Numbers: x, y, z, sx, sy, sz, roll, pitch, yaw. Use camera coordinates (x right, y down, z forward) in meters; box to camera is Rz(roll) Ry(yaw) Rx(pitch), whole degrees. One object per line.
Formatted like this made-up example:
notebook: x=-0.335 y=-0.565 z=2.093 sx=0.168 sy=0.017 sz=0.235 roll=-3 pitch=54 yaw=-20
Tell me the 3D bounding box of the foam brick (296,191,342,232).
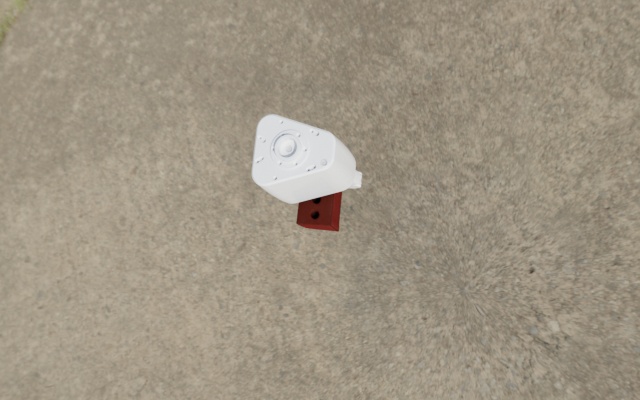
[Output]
foam brick: x=0.000 y=0.003 z=0.691 sx=0.053 sy=0.078 sz=0.051 roll=3 pitch=-9 yaw=15
